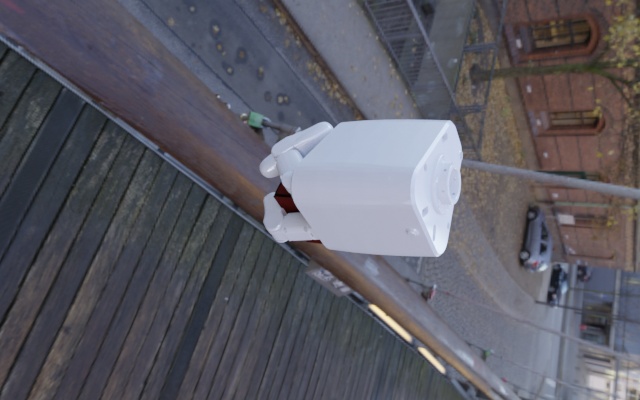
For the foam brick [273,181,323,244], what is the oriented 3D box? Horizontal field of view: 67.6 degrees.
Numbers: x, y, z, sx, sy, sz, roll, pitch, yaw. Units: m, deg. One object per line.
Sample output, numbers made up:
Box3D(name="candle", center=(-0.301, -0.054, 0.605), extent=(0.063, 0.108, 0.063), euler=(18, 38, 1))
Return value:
Box3D(name="foam brick", center=(0.000, 0.002, 0.476), extent=(0.051, 0.053, 0.078), euler=(2, -38, 33))
